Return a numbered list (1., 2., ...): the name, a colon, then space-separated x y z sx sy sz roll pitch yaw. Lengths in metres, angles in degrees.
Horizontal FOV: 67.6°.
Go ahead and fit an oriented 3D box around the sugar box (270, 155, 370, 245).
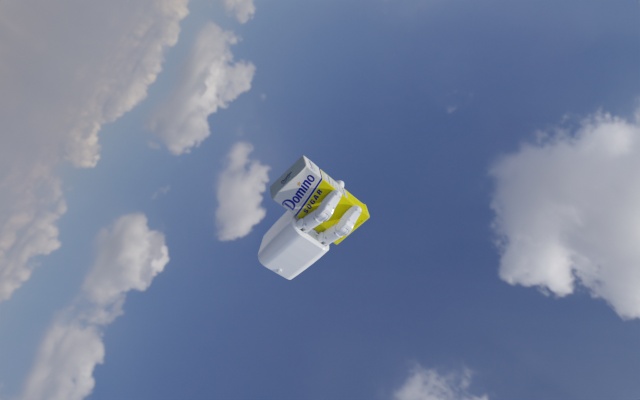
1. sugar box: 0.000 0.003 0.897 0.176 0.093 0.048 35 22 -32
